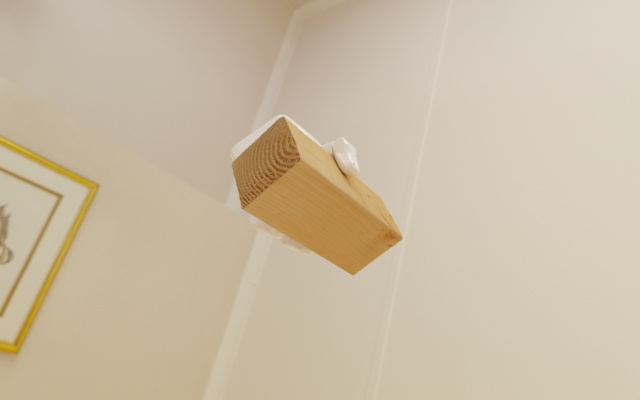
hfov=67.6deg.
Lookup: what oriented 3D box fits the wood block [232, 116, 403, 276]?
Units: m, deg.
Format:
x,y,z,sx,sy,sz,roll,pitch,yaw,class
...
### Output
x,y,z,sx,sy,sz,roll,pitch,yaw,class
0.000,0.002,0.598,0.091,0.090,0.206,-40,-48,17,wood block
